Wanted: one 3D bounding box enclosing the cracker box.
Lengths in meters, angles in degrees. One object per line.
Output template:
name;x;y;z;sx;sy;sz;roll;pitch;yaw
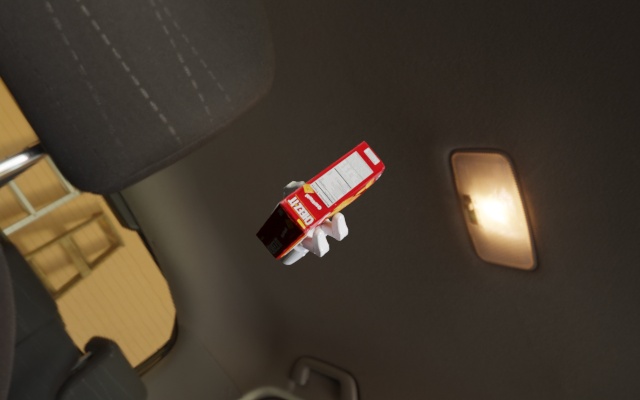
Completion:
cracker box;0.000;0.003;0.869;0.213;0.072;0.164;-38;-5;-31
